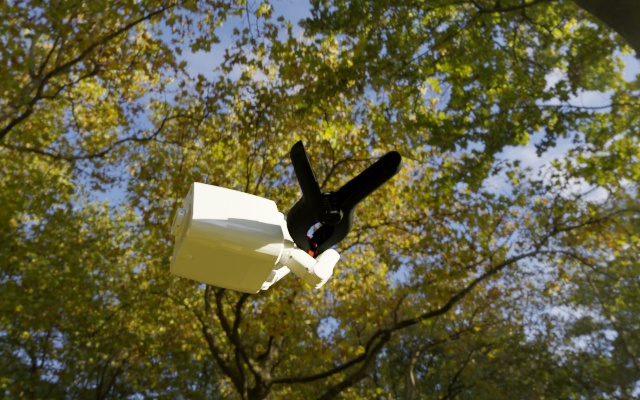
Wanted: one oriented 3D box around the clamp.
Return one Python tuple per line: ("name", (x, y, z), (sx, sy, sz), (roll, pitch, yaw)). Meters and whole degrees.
("clamp", (0.000, 0.001, 0.520), (0.120, 0.171, 0.039), (15, 38, -22))
